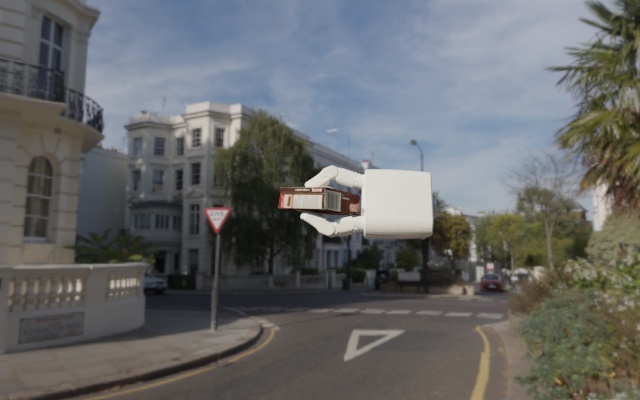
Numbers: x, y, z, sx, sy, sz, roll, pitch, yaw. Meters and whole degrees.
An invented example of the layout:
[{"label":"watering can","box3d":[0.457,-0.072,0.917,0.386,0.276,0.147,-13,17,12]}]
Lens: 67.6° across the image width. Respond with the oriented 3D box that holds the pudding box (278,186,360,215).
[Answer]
[{"label":"pudding box","box3d":[0.000,0.002,0.784,0.090,0.039,0.113,0,-8,33]}]
